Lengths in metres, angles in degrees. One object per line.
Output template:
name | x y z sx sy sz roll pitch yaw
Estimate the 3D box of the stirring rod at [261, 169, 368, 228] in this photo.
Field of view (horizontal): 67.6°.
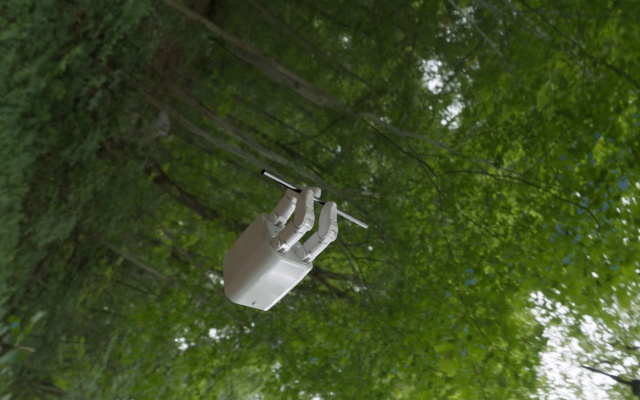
stirring rod | 0.000 0.002 0.719 0.011 0.011 0.239 0 -20 42
